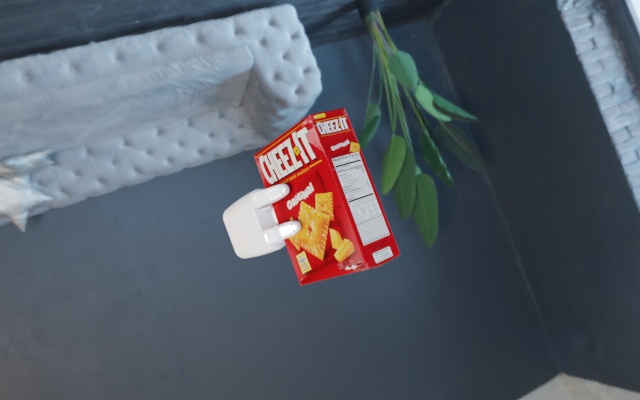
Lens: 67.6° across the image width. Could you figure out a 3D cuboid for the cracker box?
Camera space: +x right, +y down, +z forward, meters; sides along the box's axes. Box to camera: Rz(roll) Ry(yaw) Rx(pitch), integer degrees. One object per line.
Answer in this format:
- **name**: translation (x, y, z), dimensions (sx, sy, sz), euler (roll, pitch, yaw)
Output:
- **cracker box**: translation (0.000, 0.002, 0.677), dimensions (0.072, 0.213, 0.164), euler (-18, -4, -38)
